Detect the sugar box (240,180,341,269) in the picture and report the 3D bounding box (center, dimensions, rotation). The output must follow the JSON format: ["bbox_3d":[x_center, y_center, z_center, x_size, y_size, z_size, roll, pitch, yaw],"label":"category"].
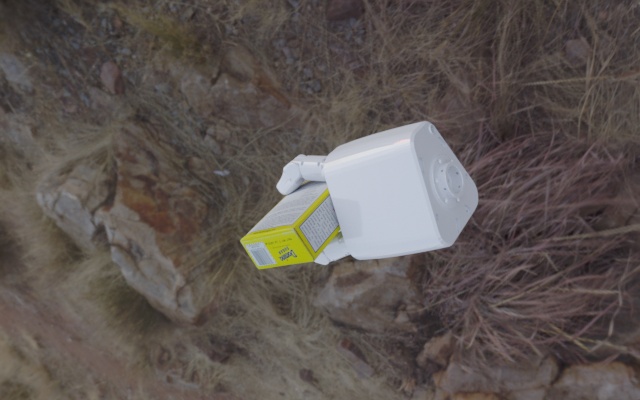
[{"bbox_3d":[0.000,0.002,0.528,0.093,0.048,0.176,-14,22,45],"label":"sugar box"}]
